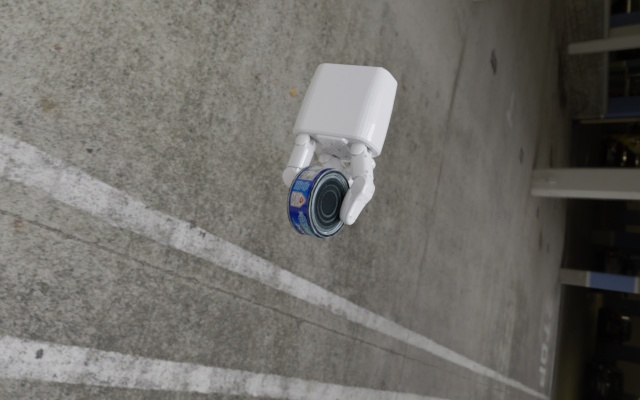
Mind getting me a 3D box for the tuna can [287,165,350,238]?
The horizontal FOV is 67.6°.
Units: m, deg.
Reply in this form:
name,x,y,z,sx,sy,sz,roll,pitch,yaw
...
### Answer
name,x,y,z,sx,sy,sz,roll,pitch,yaw
tuna can,0.001,0.002,0.572,0.034,0.086,0.086,10,6,37
